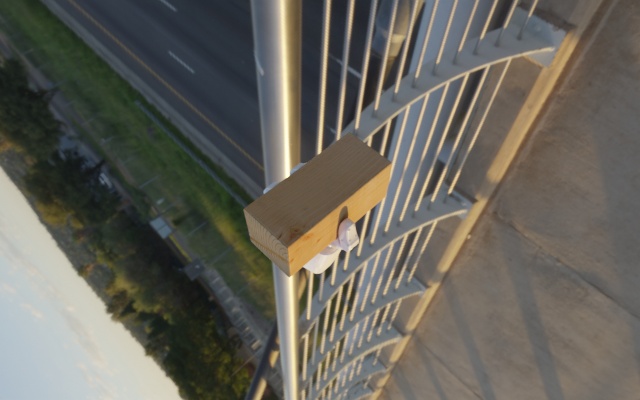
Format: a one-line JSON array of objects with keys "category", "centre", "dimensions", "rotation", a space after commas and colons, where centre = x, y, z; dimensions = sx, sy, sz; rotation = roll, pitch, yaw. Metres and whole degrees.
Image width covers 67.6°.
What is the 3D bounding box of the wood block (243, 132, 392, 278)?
[{"category": "wood block", "centre": [0.000, 0.003, 0.702], "dimensions": [0.206, 0.090, 0.090], "rotation": [-39, -27, -24]}]
